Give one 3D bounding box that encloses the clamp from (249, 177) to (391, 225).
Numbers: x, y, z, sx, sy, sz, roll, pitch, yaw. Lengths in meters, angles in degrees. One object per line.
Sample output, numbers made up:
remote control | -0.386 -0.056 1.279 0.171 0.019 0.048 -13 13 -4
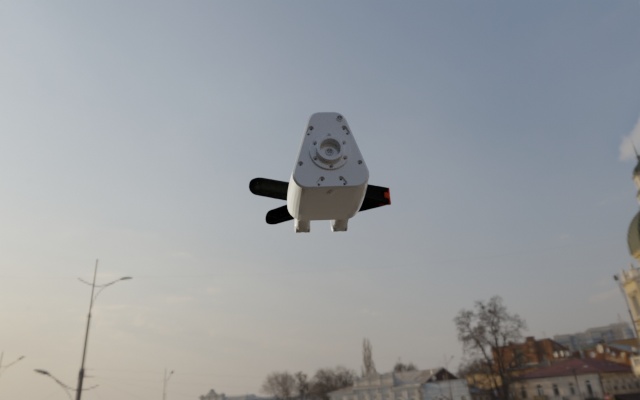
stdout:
clamp | 0.001 0.002 0.736 0.210 0.036 0.165 -1 -19 -5
